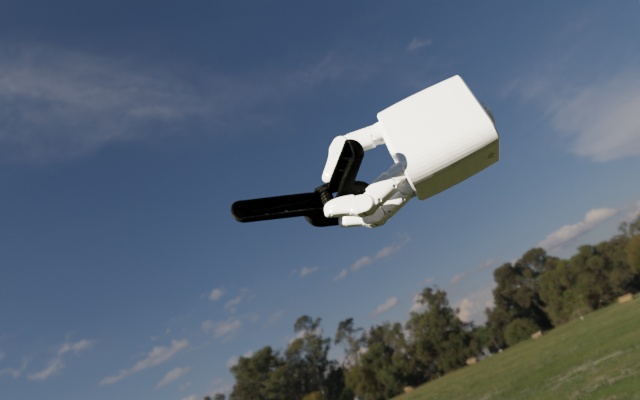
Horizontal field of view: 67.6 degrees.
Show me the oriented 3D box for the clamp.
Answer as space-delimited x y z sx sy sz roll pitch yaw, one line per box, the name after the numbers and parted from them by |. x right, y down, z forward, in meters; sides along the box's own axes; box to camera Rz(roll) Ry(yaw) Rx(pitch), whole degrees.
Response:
0.000 0.001 0.588 0.164 0.036 0.210 -24 -21 13 | clamp
